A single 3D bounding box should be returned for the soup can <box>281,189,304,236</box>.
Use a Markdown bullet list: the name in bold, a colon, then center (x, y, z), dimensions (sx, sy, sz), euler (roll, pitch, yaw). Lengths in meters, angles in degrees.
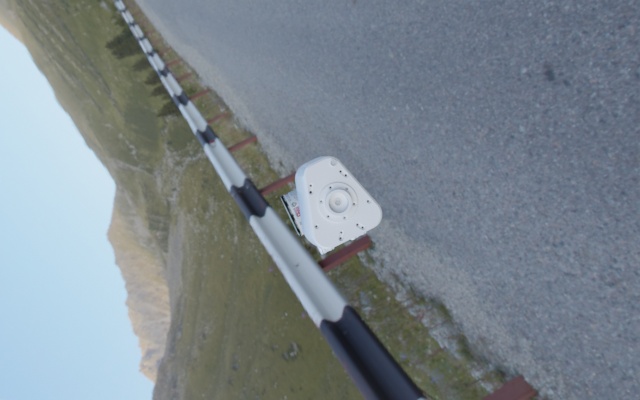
- **soup can**: center (0.000, 0.002, 0.715), dimensions (0.102, 0.068, 0.068), euler (-26, 2, -5)
